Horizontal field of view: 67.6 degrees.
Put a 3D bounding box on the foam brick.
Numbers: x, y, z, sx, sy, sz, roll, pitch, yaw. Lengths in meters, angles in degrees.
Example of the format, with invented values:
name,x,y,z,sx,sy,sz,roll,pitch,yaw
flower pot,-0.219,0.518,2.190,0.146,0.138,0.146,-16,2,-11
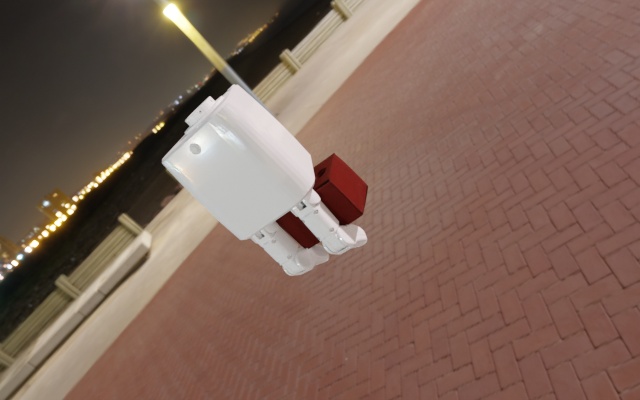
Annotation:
name,x,y,z,sx,sy,sz,roll,pitch,yaw
foam brick,0.000,0.001,0.474,0.078,0.051,0.053,-34,22,27
